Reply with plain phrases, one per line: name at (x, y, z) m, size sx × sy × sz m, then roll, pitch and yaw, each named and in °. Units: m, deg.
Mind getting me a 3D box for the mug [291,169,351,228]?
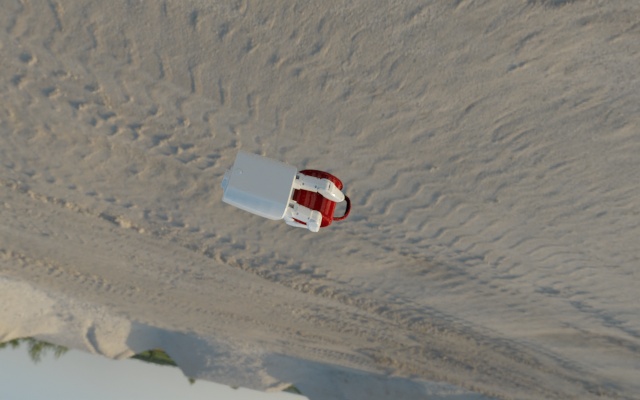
mug at (0.001, 0.004, 0.896) m, size 0.117 × 0.081 × 0.093 m, roll 18°, pitch -23°, yaw -10°
